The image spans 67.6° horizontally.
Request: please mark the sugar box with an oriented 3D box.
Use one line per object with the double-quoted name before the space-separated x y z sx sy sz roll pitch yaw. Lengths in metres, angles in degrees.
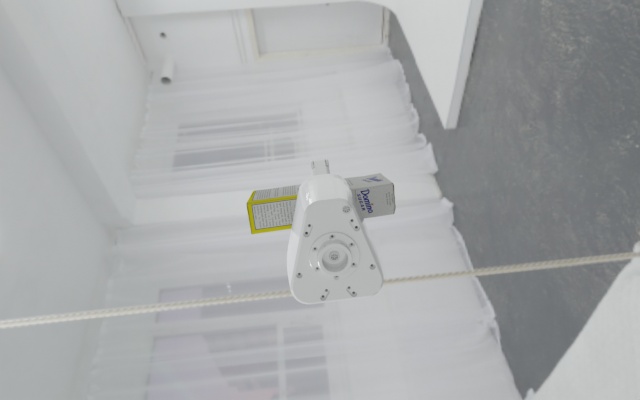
"sugar box" 0.000 0.003 0.606 0.176 0.048 0.093 -5 11 -1
